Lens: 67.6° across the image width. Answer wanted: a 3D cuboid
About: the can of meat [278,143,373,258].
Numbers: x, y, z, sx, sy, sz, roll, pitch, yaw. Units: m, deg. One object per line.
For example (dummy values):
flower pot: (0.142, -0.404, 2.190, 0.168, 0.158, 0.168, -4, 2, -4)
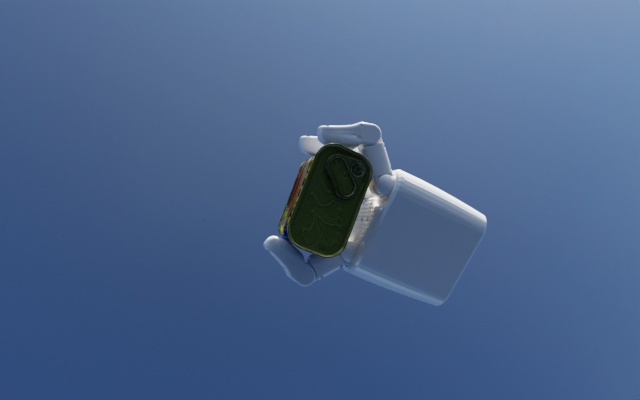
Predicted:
can of meat: (0.000, 0.002, 0.470, 0.057, 0.102, 0.084, 23, -7, -12)
